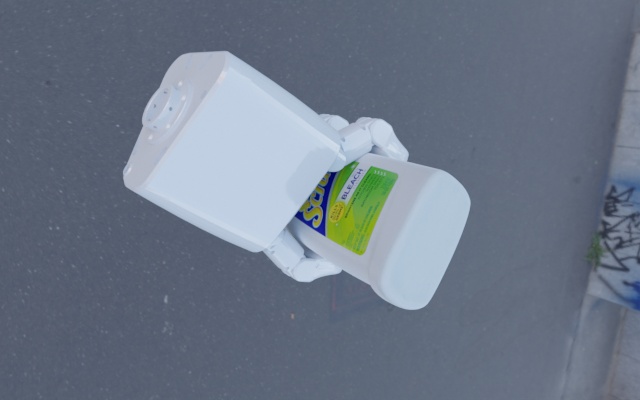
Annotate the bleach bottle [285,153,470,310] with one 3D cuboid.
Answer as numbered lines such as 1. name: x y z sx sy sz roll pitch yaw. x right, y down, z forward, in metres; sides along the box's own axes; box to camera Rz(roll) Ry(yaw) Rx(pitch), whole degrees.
1. bleach bottle: 0.000 0.001 0.423 0.068 0.102 0.250 32 -9 -40
